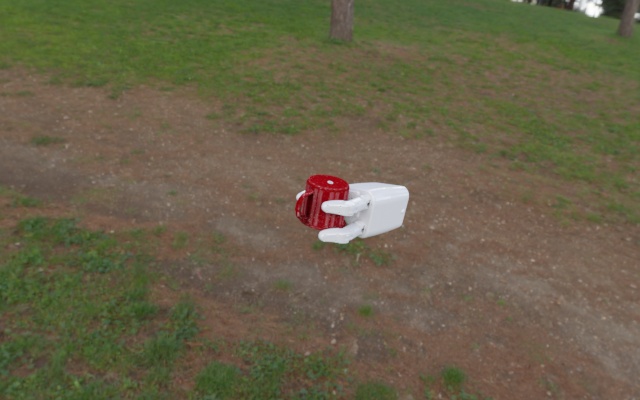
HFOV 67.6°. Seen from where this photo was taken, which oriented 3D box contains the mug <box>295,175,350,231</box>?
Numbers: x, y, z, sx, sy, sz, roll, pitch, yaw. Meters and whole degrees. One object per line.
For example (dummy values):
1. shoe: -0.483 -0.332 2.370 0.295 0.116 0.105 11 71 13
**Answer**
1. mug: -0.001 0.003 0.891 0.117 0.081 0.093 -9 28 -40
